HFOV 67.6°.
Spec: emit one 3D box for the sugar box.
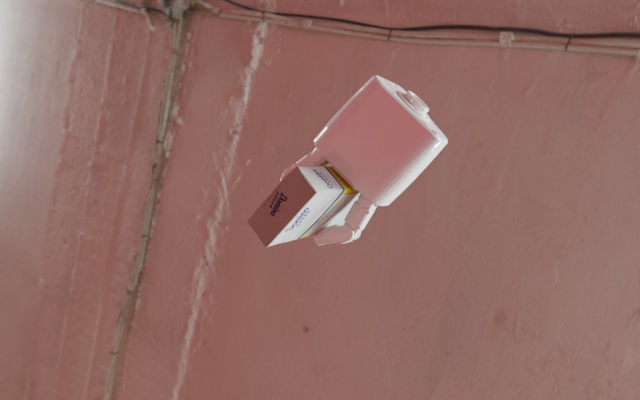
[{"bbox_3d":[0.000,0.001,0.583,0.093,0.048,0.176,-47,-21,24],"label":"sugar box"}]
